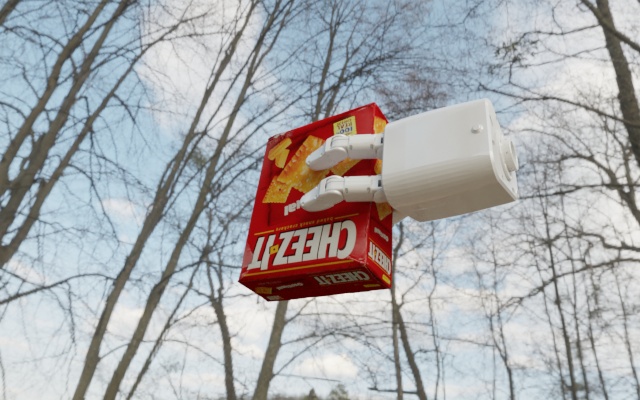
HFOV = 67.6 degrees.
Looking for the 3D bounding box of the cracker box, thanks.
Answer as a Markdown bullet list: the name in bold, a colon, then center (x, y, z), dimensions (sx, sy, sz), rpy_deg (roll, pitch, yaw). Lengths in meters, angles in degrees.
- **cracker box**: center (0.000, 0.002, 0.568), dimensions (0.164, 0.213, 0.072), rpy_deg (-13, -37, 29)
